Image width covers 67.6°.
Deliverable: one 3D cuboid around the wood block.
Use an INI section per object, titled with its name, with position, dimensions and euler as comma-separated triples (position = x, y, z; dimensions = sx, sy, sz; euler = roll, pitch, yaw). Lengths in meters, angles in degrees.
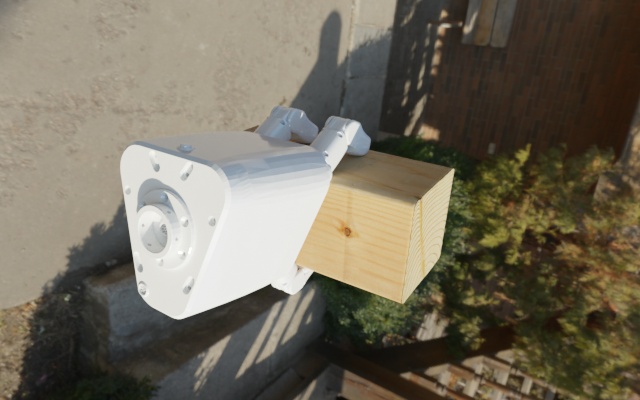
[wood block]
position = 0.000, 0.002, 0.431
dimensions = 0.206, 0.091, 0.090
euler = 17, 29, 28
